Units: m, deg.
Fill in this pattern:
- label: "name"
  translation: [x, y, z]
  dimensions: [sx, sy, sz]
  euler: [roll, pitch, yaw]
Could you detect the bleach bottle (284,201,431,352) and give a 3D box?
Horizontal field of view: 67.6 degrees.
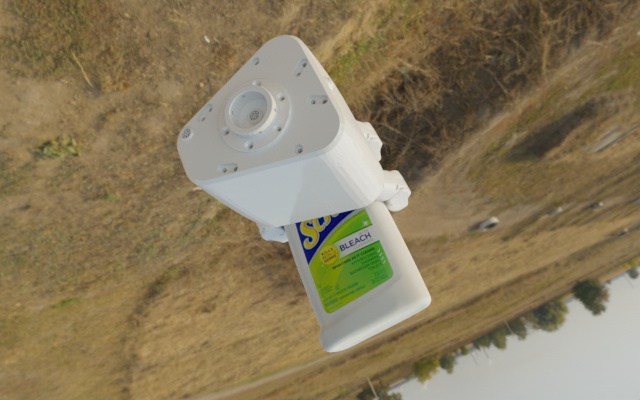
- label: "bleach bottle"
  translation: [0.000, 0.001, 0.444]
  dimensions: [0.102, 0.250, 0.068]
  euler: [-30, -23, 8]
